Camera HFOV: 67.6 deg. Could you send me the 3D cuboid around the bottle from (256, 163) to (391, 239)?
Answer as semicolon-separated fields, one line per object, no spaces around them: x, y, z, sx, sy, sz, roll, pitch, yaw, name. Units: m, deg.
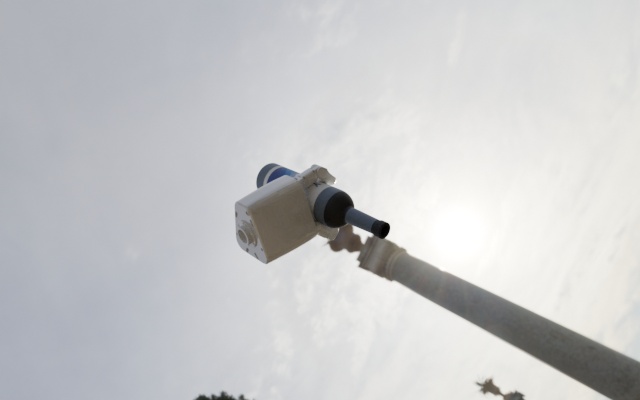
0.000;0.003;0.830;0.069;0.069;0.295;0;17;-45;bottle
